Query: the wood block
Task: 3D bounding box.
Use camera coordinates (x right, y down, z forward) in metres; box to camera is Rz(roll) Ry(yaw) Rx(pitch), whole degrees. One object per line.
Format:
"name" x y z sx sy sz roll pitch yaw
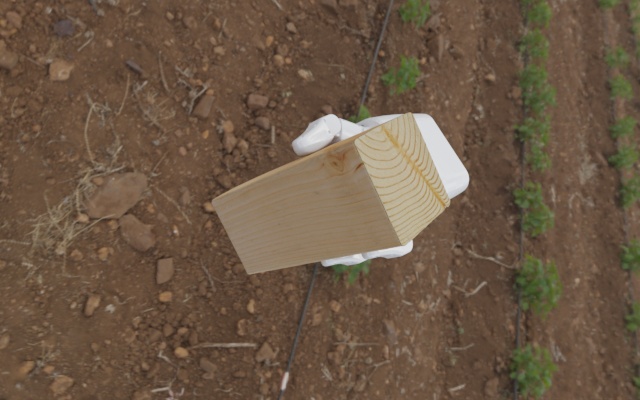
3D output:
"wood block" 0.000 0.001 0.454 0.206 0.091 0.090 -18 10 45
